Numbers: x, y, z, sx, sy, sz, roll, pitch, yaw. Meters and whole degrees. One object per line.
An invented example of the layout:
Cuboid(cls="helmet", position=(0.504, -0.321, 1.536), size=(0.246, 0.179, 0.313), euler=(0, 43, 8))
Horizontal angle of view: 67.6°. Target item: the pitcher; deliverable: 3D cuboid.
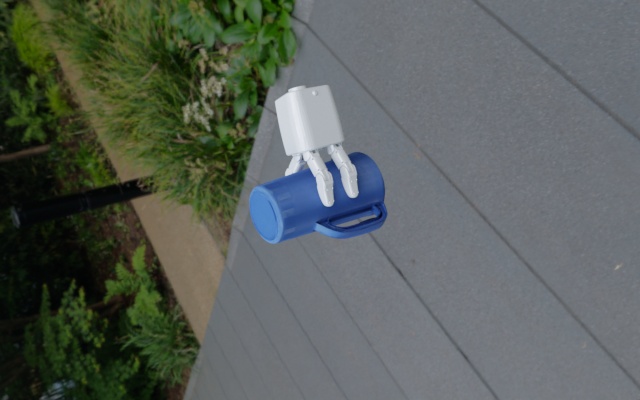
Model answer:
Cuboid(cls="pitcher", position=(0.000, 0.003, 0.896), size=(0.243, 0.145, 0.149), euler=(-18, 10, -34))
